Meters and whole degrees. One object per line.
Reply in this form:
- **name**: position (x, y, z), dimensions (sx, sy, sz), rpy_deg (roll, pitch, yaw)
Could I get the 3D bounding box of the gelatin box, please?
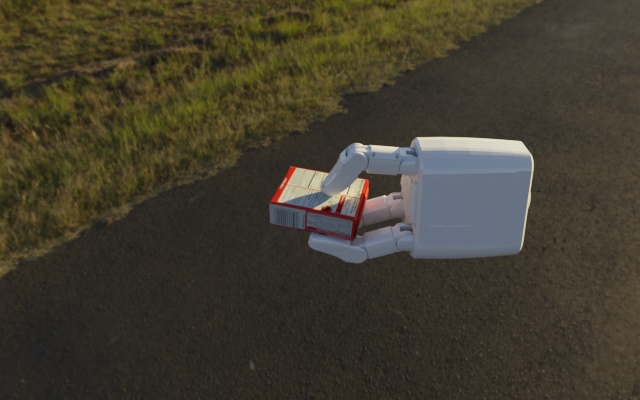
- **gelatin box**: position (0.000, 0.001, 0.487), dimensions (0.089, 0.030, 0.073), rpy_deg (11, 35, 8)
